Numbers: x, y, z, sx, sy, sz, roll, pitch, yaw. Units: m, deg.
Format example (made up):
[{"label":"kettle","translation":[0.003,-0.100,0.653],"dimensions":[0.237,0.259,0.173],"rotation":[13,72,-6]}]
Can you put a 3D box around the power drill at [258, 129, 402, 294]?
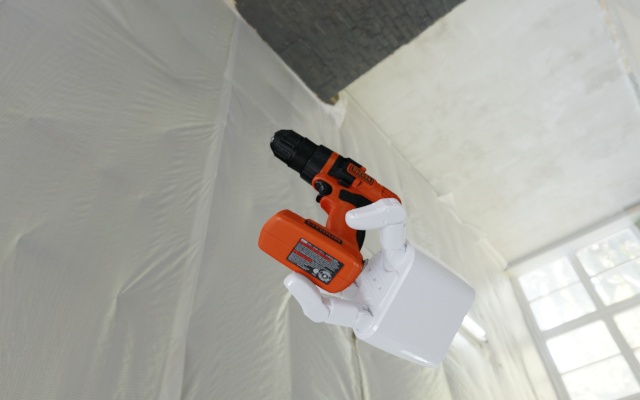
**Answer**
[{"label":"power drill","translation":[0.000,0.002,0.538],"dimensions":[0.184,0.057,0.187],"rotation":[31,35,-1]}]
